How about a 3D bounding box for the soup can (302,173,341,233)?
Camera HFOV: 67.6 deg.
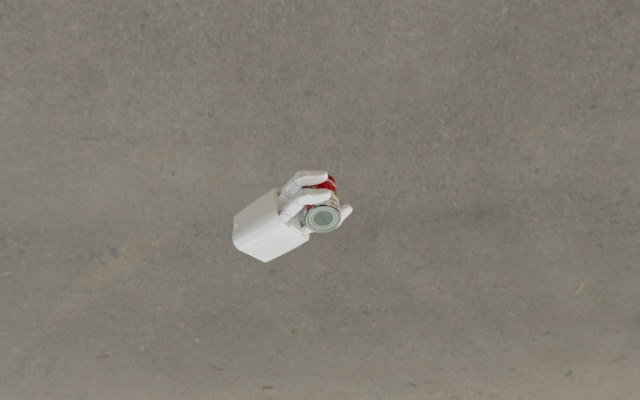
[{"bbox_3d":[0.001,0.003,0.892,0.068,0.069,0.102,0,39,-6],"label":"soup can"}]
